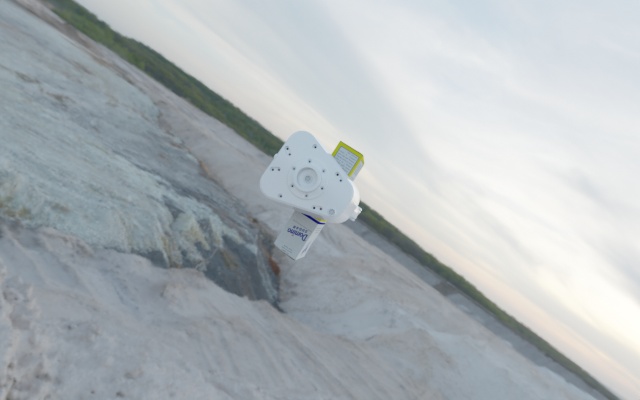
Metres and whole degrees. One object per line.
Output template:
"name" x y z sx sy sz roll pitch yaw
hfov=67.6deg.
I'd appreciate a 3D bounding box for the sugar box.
"sugar box" 0.000 0.002 0.705 0.048 0.176 0.093 35 1 7
